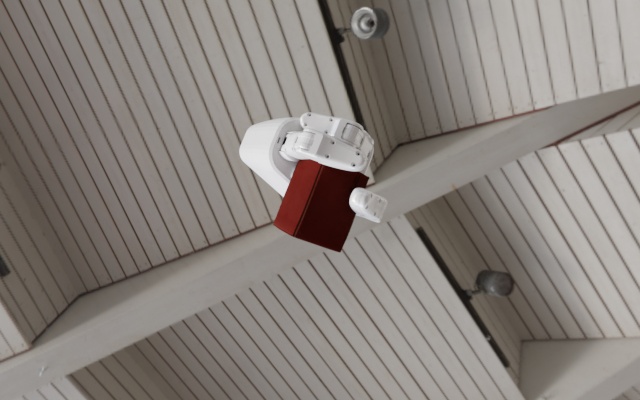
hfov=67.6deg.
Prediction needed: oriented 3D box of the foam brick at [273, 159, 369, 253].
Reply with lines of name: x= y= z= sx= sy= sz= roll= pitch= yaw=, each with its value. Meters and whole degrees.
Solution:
foam brick: x=0.000 y=0.002 z=0.445 sx=0.053 sy=0.078 sz=0.051 roll=24 pitch=-4 yaw=-29
